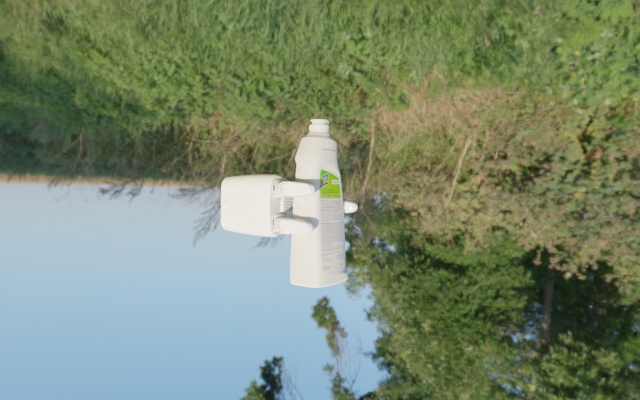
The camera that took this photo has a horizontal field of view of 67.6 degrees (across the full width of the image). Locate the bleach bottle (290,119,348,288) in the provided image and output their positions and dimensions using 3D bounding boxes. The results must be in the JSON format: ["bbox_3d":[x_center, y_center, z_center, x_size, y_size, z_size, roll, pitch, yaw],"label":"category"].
[{"bbox_3d":[0.000,0.002,0.742,0.068,0.251,0.102,2,1,32],"label":"bleach bottle"}]
